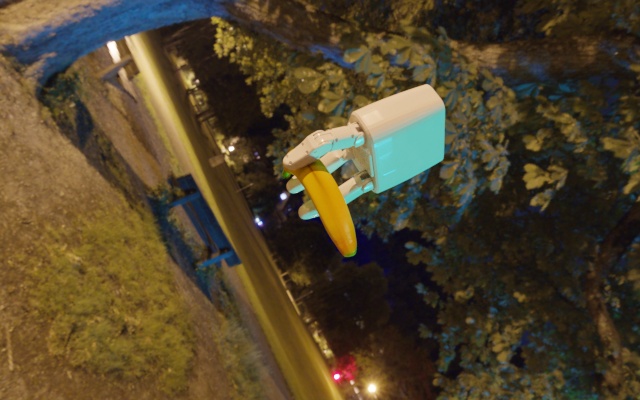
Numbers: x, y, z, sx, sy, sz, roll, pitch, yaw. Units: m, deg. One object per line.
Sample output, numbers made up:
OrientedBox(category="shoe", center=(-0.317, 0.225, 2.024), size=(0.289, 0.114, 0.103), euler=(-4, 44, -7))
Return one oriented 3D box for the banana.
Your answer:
OrientedBox(category="banana", center=(-0.004, -0.014, 0.578), size=(0.037, 0.070, 0.197), euler=(-22, 39, -13))
